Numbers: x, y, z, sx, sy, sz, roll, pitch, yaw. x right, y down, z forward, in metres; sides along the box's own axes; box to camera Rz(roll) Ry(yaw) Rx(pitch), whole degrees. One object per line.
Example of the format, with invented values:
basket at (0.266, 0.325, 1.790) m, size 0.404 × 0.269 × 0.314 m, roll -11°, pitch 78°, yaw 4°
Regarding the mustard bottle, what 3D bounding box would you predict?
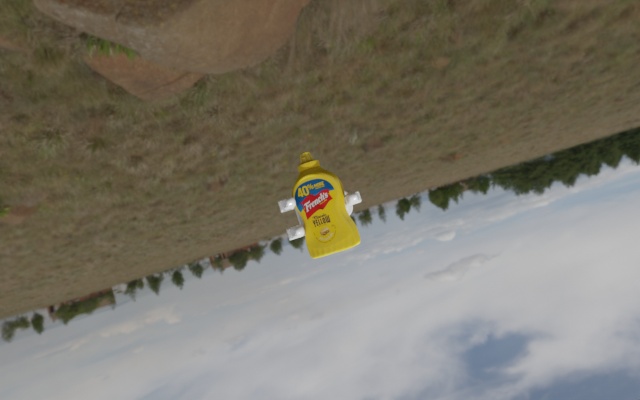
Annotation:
mustard bottle at (0.000, 0.003, 0.875) m, size 0.096 × 0.191 × 0.058 m, roll -19°, pitch -4°, yaw 22°
